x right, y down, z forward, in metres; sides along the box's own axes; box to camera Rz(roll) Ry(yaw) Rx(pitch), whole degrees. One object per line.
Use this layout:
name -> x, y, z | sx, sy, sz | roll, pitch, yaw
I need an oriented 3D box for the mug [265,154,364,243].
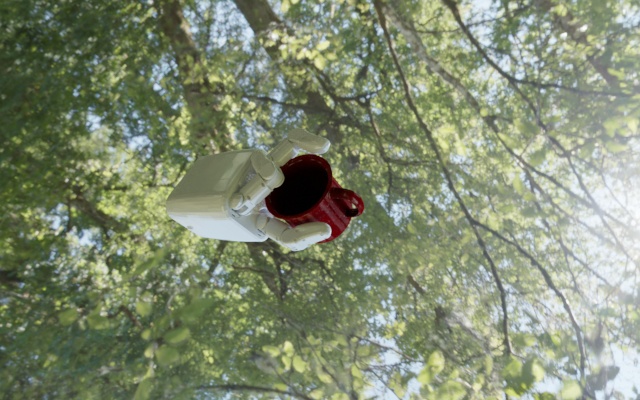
mug -> 0.001, 0.002, 0.598 | 0.117, 0.093, 0.081 | -1, -30, 30
